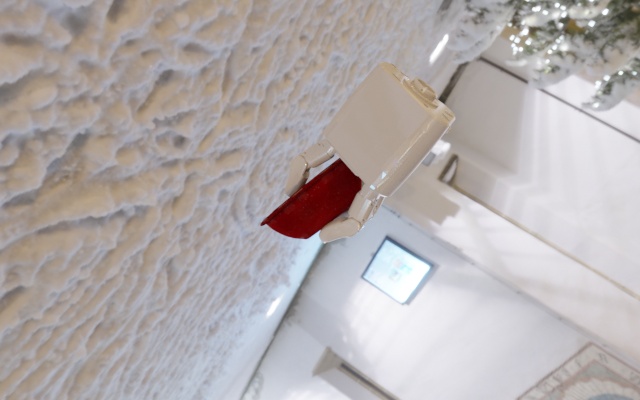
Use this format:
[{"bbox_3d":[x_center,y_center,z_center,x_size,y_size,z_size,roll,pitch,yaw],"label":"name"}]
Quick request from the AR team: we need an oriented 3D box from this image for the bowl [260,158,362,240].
[{"bbox_3d":[0.000,0.003,0.628,0.162,0.055,0.162,-38,0,0],"label":"bowl"}]
